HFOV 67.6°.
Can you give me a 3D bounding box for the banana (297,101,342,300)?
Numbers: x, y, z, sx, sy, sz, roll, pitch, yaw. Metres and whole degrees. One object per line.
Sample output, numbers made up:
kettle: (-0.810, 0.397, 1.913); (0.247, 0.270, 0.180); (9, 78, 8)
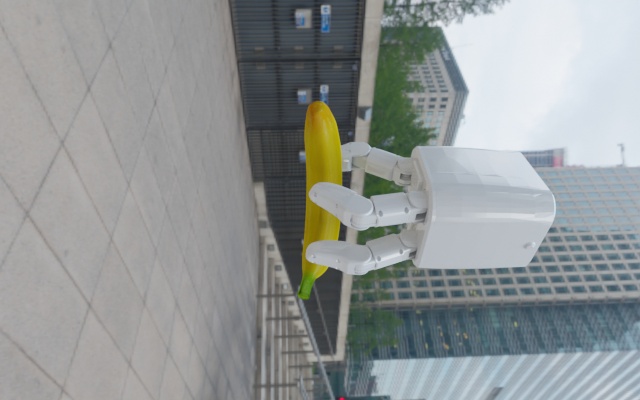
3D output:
banana: (0.002, -0.003, 0.464); (0.037, 0.198, 0.069); (4, 23, 4)
